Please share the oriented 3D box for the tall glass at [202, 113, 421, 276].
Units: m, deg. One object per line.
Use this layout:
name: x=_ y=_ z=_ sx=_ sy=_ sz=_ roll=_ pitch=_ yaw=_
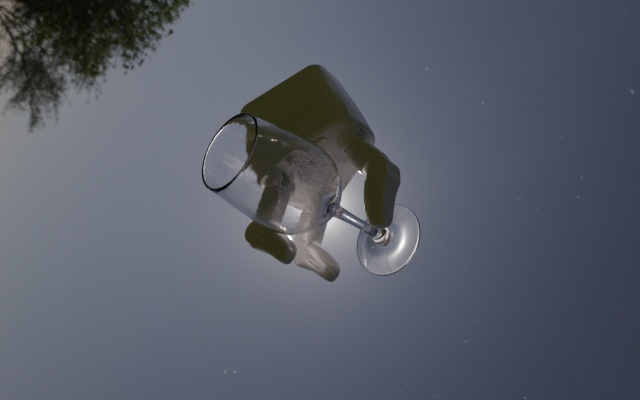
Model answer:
tall glass: x=0.001 y=0.002 z=0.404 sx=0.079 sy=0.079 sz=0.201 roll=0 pitch=-21 yaw=45
